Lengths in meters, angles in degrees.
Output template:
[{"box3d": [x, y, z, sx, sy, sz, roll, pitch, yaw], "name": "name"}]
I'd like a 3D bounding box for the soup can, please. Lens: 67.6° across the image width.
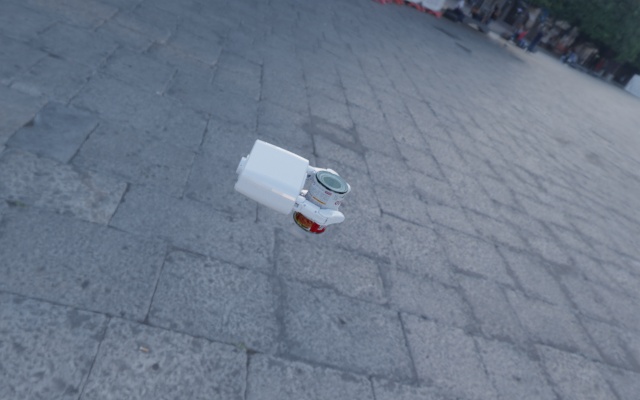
[{"box3d": [0.001, 0.003, 0.886, 0.068, 0.102, 0.068, 22, 30, -13], "name": "soup can"}]
